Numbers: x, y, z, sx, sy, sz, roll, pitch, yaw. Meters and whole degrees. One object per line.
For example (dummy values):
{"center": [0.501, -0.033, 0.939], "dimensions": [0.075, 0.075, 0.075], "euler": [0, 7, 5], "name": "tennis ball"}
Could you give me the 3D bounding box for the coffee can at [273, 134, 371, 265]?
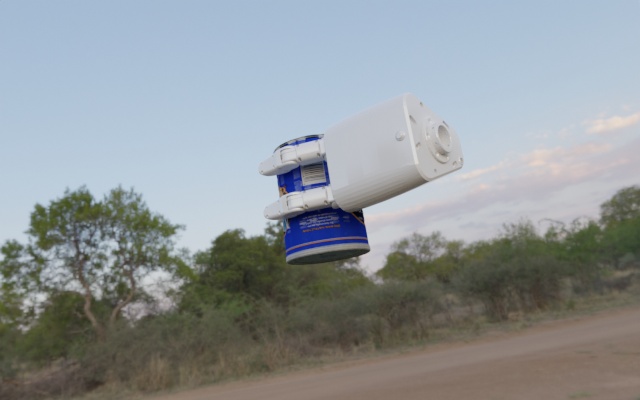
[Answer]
{"center": [0.000, 0.002, 0.593], "dimensions": [0.103, 0.140, 0.103], "euler": [-8, -14, -2], "name": "coffee can"}
